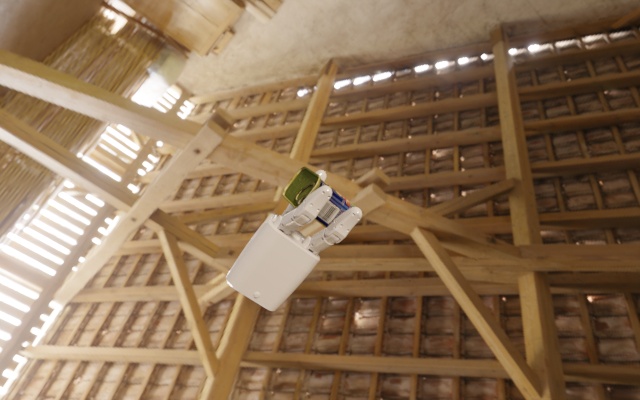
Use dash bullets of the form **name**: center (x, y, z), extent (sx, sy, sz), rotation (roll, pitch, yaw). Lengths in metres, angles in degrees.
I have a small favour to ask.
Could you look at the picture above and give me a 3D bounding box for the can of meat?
- **can of meat**: center (0.000, 0.002, 0.705), extent (0.084, 0.057, 0.102), rotation (38, 0, -22)
